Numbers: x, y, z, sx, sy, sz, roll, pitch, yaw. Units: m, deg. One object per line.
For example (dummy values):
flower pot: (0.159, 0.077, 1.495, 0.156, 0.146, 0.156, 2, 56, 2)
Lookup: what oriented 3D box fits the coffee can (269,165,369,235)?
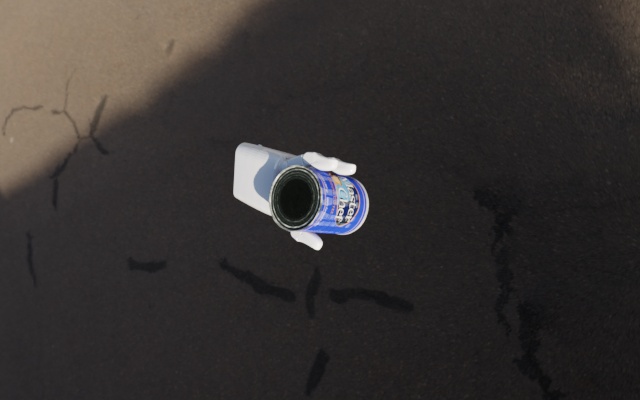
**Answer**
coffee can: (0.000, 0.003, 0.779, 0.103, 0.103, 0.140, 0, -5, 35)
